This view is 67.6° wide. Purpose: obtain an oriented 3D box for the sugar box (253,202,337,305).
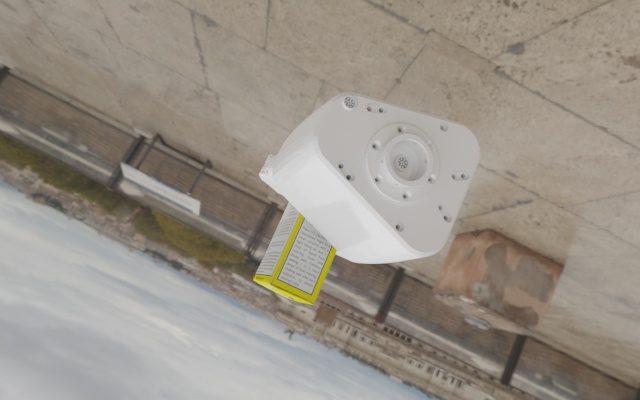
[{"bbox_3d":[0.001,0.002,0.429,0.048,0.176,0.093,29,-14,-12],"label":"sugar box"}]
